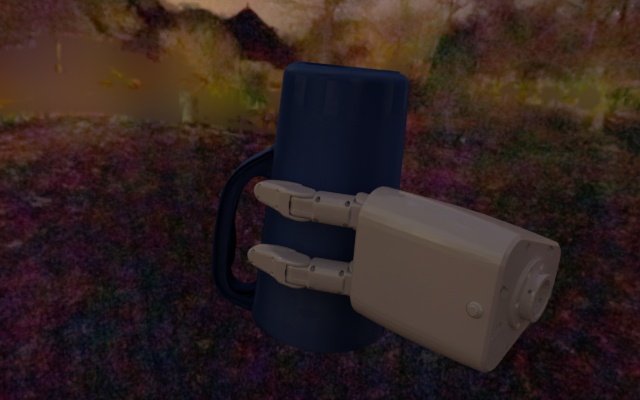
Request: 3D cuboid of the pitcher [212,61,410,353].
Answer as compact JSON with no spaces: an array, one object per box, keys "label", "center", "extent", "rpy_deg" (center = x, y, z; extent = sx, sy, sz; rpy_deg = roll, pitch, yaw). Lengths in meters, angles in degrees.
[{"label":"pitcher","center":[0.000,0.001,0.436],"extent":[0.145,0.243,0.149],"rpy_deg":[20,21,41]}]
